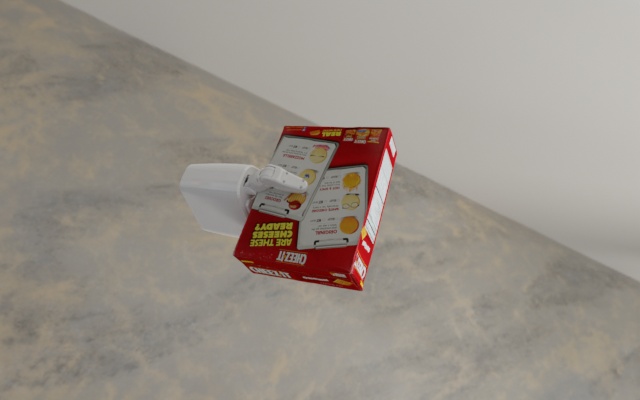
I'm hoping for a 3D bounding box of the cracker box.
[{"bbox_3d":[0.000,0.002,0.644,0.164,0.213,0.072,5,-28,24],"label":"cracker box"}]
